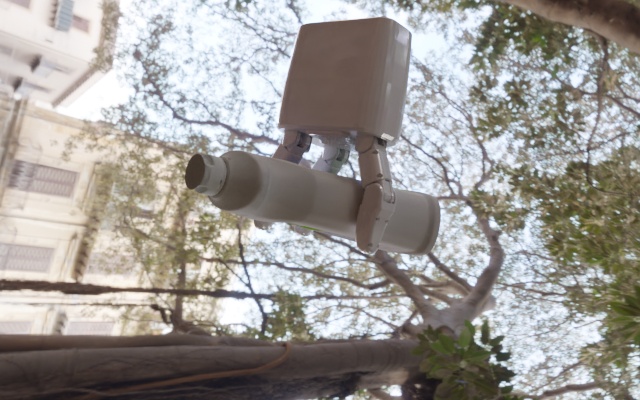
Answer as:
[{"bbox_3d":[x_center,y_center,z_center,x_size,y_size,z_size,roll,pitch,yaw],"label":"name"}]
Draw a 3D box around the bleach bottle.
[{"bbox_3d":[0.000,0.001,0.436,0.251,0.068,0.102,14,-6,-43],"label":"bleach bottle"}]
